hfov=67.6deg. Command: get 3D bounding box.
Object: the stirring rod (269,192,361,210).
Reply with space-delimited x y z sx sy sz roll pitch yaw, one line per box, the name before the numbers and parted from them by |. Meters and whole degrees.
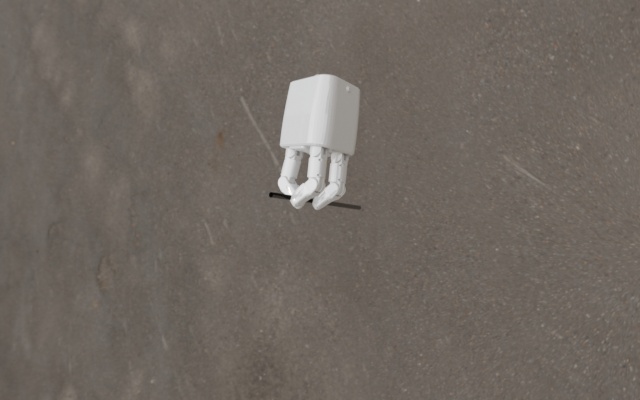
stirring rod | 0.000 0.003 0.781 0.011 0.011 0.239 0 -5 36
